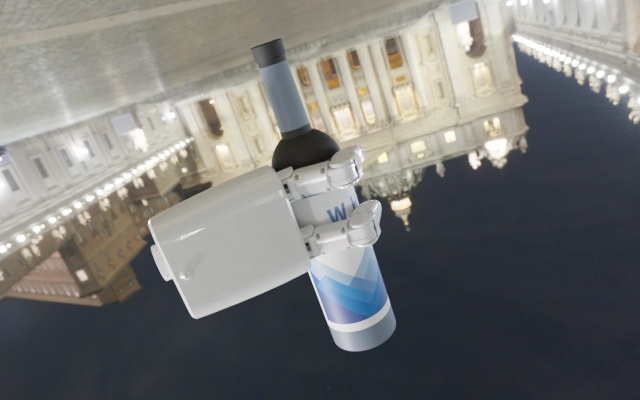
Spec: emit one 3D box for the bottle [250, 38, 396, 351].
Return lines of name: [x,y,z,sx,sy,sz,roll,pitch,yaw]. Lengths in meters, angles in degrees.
bottle: [0.000,0.002,0.443,0.069,0.296,0.069,-17,19,6]
